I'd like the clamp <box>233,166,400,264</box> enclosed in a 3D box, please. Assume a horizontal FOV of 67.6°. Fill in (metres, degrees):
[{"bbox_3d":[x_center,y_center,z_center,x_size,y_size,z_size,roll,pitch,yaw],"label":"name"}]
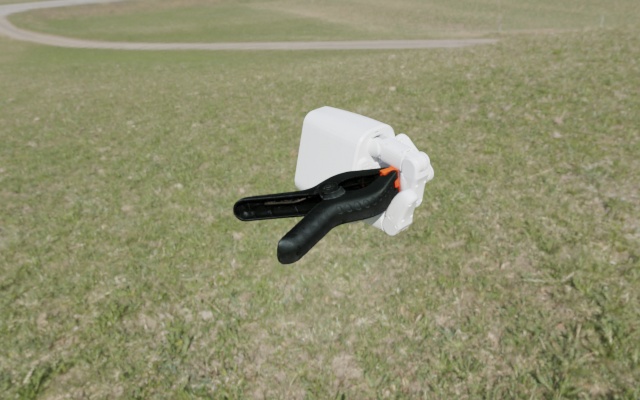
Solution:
[{"bbox_3d":[0.000,0.001,0.475,0.171,0.039,0.120,-23,36,-32],"label":"clamp"}]
